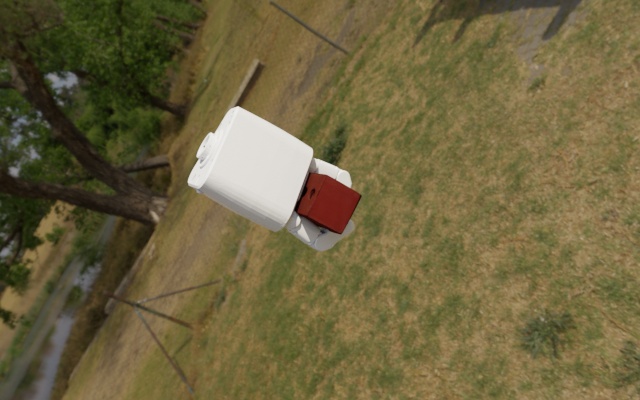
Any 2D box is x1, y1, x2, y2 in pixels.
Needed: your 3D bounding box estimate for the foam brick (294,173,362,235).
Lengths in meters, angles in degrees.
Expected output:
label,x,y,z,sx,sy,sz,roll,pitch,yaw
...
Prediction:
label,x,y,z,sx,sy,sz,roll,pitch,yaw
foam brick,0.000,0.002,0.563,0.051,0.053,0.078,30,-8,-25
